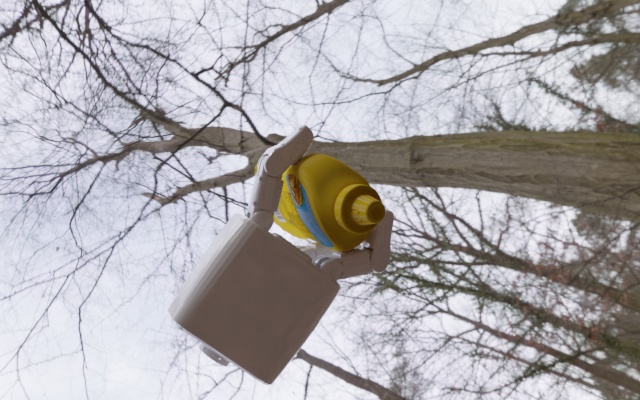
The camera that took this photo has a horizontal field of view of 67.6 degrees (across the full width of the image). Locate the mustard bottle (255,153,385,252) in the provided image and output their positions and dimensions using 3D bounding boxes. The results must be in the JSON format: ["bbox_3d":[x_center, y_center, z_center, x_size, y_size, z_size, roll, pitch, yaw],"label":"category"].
[{"bbox_3d":[0.000,0.001,0.456,0.058,0.096,0.191,-32,18,-20],"label":"mustard bottle"}]
